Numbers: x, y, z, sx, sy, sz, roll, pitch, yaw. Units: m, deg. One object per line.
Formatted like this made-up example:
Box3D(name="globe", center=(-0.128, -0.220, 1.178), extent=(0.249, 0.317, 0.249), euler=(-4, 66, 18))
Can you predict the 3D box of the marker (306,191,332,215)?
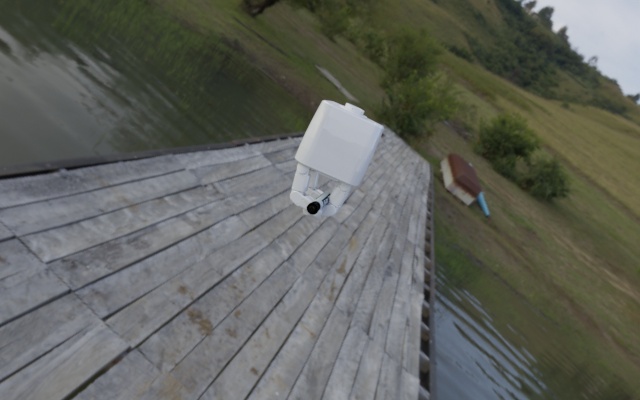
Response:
Box3D(name="marker", center=(0.000, 0.003, 0.769), extent=(0.020, 0.020, 0.121), euler=(0, 10, 13))
